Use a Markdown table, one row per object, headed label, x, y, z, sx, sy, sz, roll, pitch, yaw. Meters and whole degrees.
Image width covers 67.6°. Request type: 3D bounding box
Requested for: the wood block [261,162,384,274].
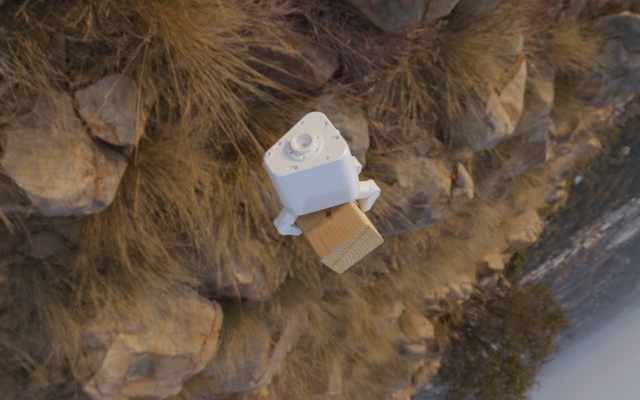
| label | x | y | z | sx | sy | sz | roll | pitch | yaw |
| --- | --- | --- | --- | --- | --- | --- | --- | --- | --- |
| wood block | 0.000 | 0.003 | 0.773 | 0.091 | 0.206 | 0.090 | -37 | -31 | 6 |
